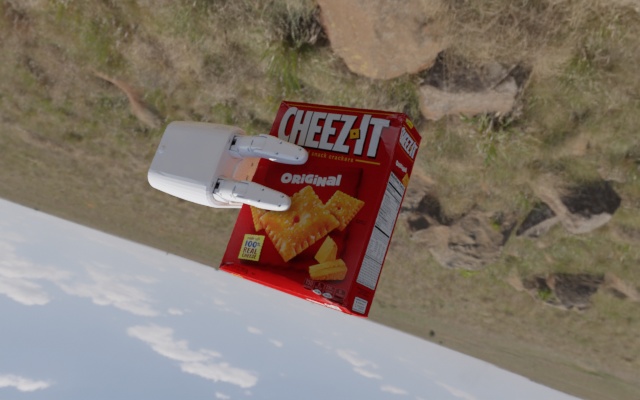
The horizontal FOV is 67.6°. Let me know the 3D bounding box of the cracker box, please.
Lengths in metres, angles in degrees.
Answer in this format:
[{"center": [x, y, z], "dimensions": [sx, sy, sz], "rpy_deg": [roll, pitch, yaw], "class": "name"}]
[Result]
[{"center": [0.000, 0.002, 0.534], "dimensions": [0.164, 0.213, 0.072], "rpy_deg": [12, -12, 29], "class": "cracker box"}]
